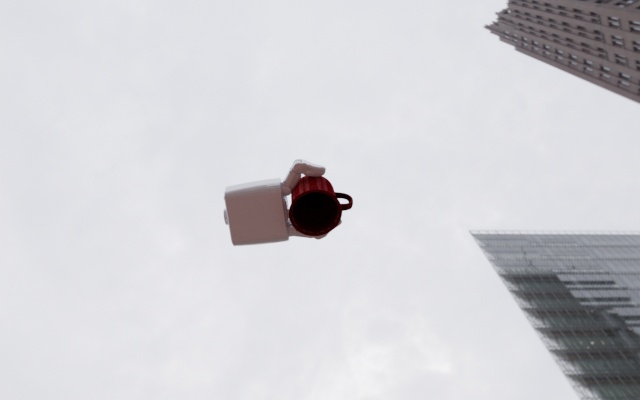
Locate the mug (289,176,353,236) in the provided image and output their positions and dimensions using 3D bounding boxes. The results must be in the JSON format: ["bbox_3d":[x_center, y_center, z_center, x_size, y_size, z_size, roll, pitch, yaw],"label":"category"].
[{"bbox_3d":[0.002,0.002,0.858,0.117,0.093,0.081,-6,28,-2],"label":"mug"}]
